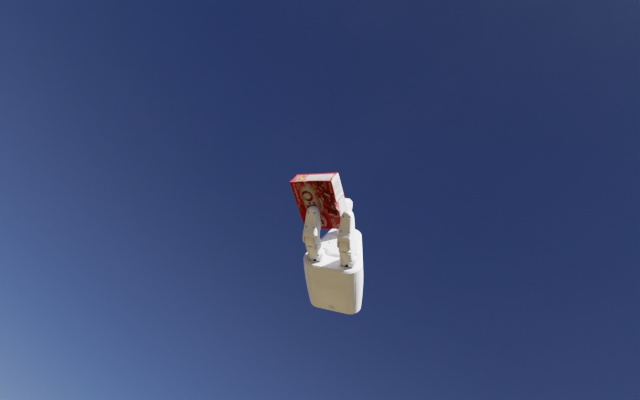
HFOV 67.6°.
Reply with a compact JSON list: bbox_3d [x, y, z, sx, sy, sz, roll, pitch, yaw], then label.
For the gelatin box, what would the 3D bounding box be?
[{"bbox_3d":[0.000,0.002,0.744,0.073,0.089,0.030,0,31,29],"label":"gelatin box"}]
